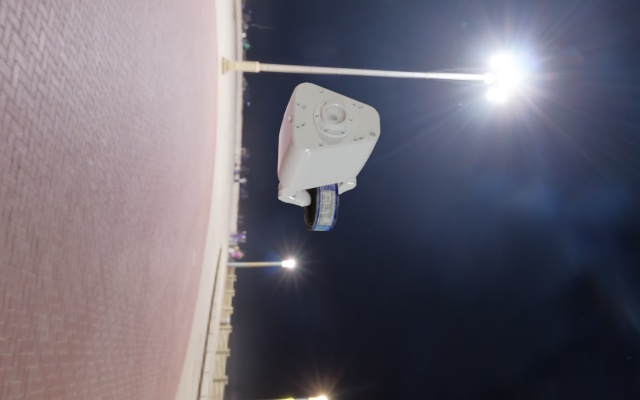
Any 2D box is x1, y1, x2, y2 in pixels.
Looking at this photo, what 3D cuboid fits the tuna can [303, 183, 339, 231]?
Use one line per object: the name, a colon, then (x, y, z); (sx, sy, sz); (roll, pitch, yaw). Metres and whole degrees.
tuna can: (0.001, 0.002, 0.711); (0.034, 0.086, 0.086); (3, -1, -14)
